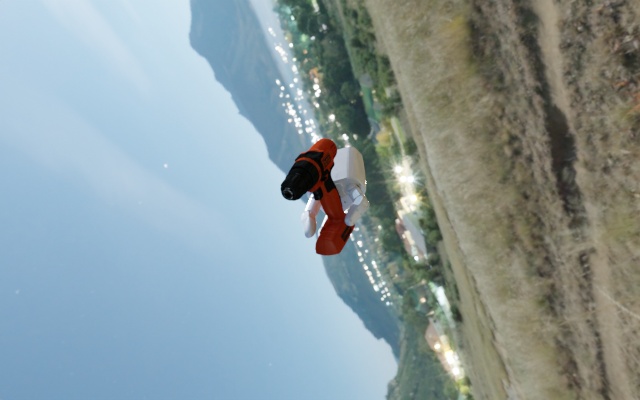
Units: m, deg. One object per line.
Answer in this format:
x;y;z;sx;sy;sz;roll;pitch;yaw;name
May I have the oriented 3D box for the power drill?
0.000;0.003;0.854;0.057;0.188;0.184;-1;30;27;power drill
